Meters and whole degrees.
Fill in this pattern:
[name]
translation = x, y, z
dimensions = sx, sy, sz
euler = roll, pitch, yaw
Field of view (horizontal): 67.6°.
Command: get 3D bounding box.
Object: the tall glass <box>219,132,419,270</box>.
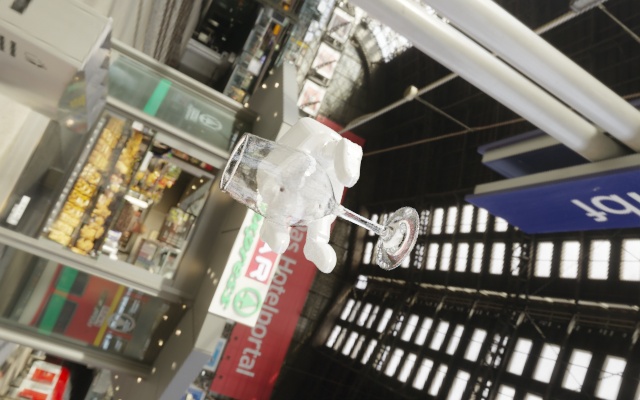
[tall glass]
translation = 0.001, 0.002, 0.494
dimensions = 0.201, 0.079, 0.079
euler = 25, -9, -20
